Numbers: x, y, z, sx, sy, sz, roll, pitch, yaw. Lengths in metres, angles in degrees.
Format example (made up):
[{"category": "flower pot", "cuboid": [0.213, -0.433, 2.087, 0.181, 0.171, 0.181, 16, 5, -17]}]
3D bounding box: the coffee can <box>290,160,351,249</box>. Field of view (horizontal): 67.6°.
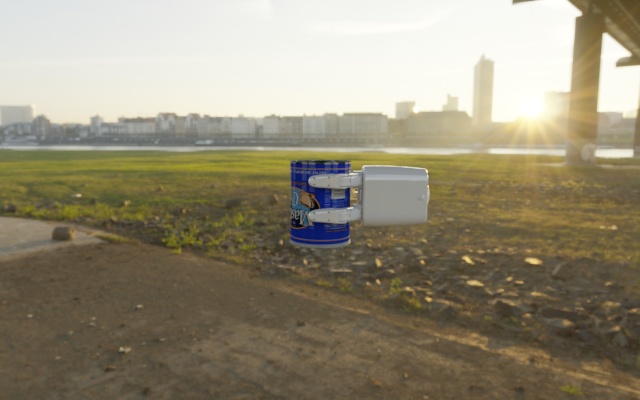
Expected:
[{"category": "coffee can", "cuboid": [0.000, 0.003, 0.807, 0.103, 0.140, 0.103, 0, 7, 0]}]
